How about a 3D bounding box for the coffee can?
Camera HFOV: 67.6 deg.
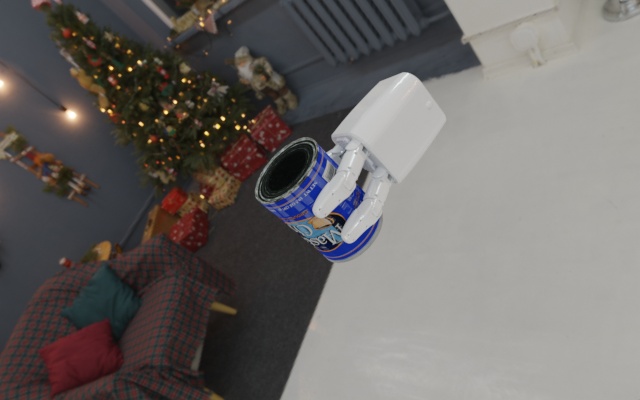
[{"bbox_3d":[0.000,0.002,0.622,0.103,0.102,0.140,0,-35,50],"label":"coffee can"}]
